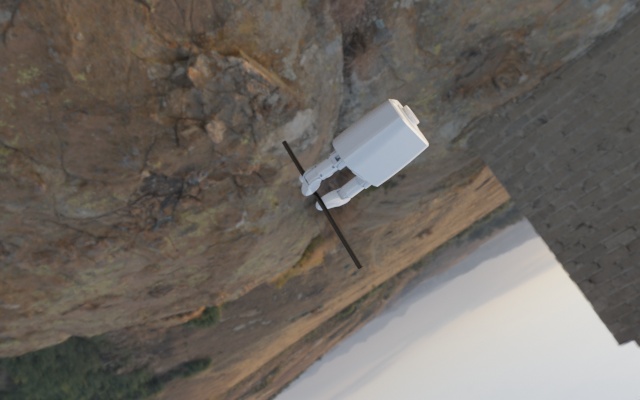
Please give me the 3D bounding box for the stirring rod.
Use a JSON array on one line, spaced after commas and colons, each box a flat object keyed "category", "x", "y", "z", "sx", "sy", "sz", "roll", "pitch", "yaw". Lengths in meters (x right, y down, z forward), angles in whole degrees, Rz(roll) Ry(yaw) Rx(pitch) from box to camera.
[{"category": "stirring rod", "x": 0.000, "y": 0.002, "z": 0.749, "sx": 0.011, "sy": 0.239, "sz": 0.011, "roll": -28, "pitch": -17, "yaw": -9}]
